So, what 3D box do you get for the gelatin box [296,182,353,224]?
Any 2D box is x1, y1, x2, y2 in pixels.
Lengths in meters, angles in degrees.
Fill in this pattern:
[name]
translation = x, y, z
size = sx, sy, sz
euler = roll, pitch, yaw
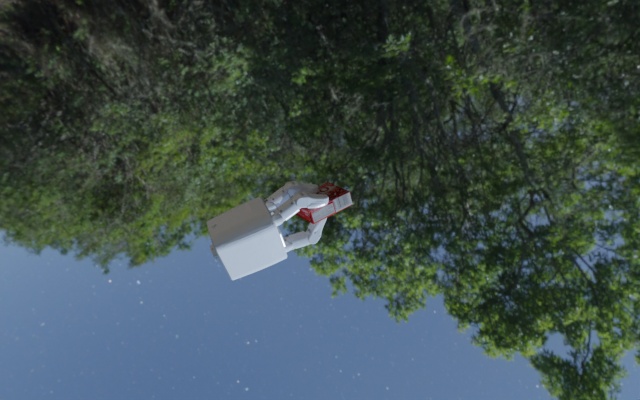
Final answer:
[gelatin box]
translation = 0.001, 0.003, 0.855
size = 0.089, 0.030, 0.073
euler = -26, 27, -23
